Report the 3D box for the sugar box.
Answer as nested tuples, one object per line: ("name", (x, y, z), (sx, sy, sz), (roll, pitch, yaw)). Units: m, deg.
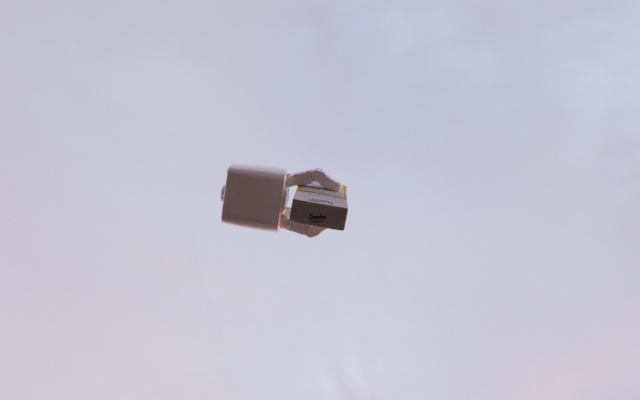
("sugar box", (0.000, 0.003, 0.847), (0.093, 0.048, 0.176), (10, 17, 0))
